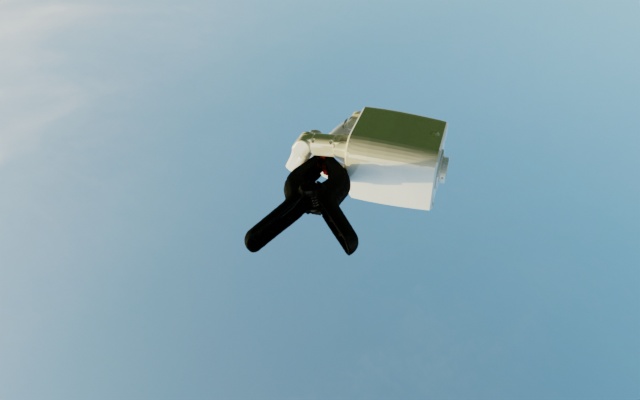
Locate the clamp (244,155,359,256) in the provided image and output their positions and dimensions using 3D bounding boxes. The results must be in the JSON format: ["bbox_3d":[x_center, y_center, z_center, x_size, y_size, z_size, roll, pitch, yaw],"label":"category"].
[{"bbox_3d":[0.000,0.002,0.541,0.120,0.039,0.171,11,45,16],"label":"clamp"}]
